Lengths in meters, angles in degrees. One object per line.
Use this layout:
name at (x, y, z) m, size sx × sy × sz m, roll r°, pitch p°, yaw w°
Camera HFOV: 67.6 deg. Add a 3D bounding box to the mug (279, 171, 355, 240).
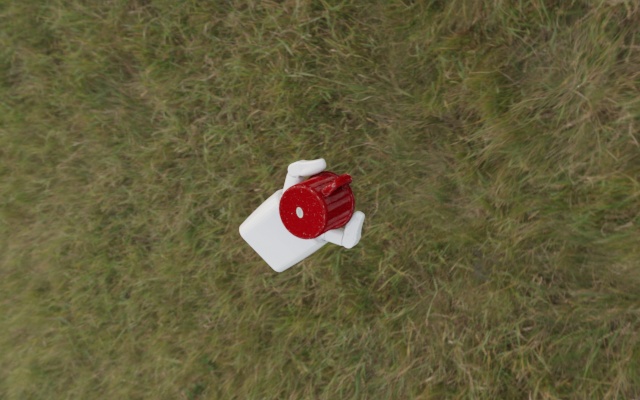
mug at (0.001, 0.002, 0.695) m, size 0.117 × 0.093 × 0.081 m, roll -40°, pitch -8°, yaw 31°
